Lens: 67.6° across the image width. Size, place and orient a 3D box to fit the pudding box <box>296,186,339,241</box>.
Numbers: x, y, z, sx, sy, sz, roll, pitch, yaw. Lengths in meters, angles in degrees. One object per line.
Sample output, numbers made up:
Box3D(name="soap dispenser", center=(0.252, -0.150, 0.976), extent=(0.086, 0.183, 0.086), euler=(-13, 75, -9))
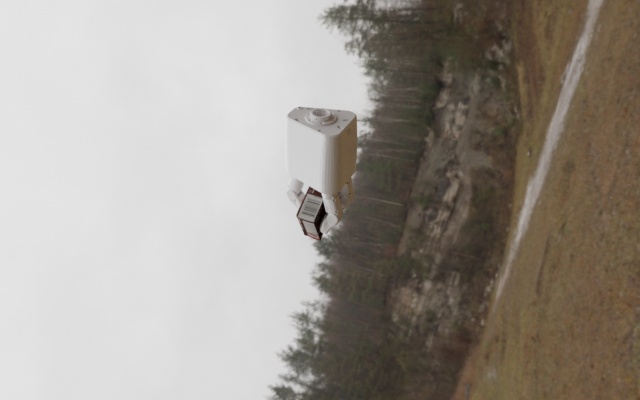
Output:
Box3D(name="pudding box", center=(0.000, 0.003, 0.849), extent=(0.039, 0.113, 0.090), euler=(19, -20, 17))
